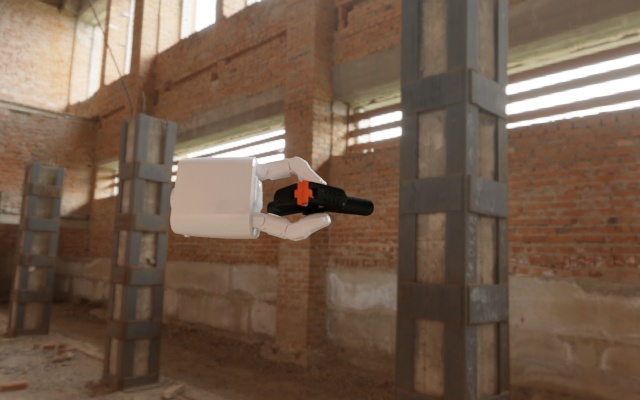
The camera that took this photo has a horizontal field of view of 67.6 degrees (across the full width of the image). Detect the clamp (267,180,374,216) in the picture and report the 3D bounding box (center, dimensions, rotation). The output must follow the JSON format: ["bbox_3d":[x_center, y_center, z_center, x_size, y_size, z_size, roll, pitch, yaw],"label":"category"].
[{"bbox_3d":[0.000,0.001,0.652,0.164,0.036,0.210,-1,-7,-1],"label":"clamp"}]
